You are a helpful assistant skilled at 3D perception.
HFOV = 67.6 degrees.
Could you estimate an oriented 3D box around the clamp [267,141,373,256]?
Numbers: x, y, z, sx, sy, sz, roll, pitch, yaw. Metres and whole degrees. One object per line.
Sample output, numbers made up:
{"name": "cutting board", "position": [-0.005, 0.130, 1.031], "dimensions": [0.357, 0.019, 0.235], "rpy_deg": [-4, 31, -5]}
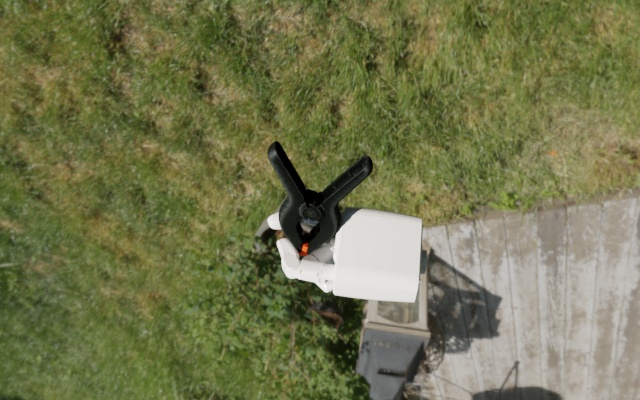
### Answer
{"name": "clamp", "position": [0.000, 0.002, 0.587], "dimensions": [0.120, 0.172, 0.039], "rpy_deg": [6, 44, 7]}
